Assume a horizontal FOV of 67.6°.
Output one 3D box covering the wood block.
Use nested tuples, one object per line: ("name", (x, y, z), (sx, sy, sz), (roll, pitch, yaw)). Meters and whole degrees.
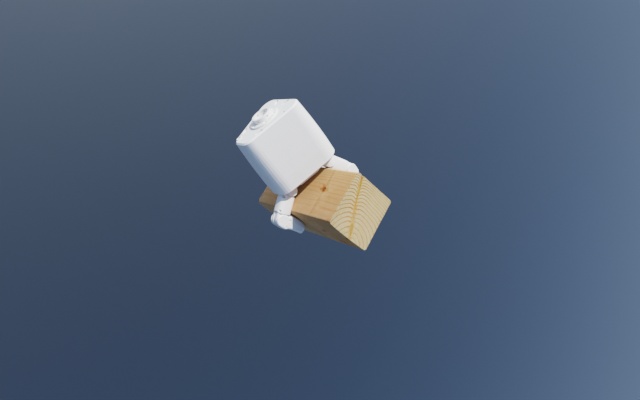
("wood block", (0.000, 0.003, 0.789), (0.090, 0.091, 0.206), (39, -15, -35))
